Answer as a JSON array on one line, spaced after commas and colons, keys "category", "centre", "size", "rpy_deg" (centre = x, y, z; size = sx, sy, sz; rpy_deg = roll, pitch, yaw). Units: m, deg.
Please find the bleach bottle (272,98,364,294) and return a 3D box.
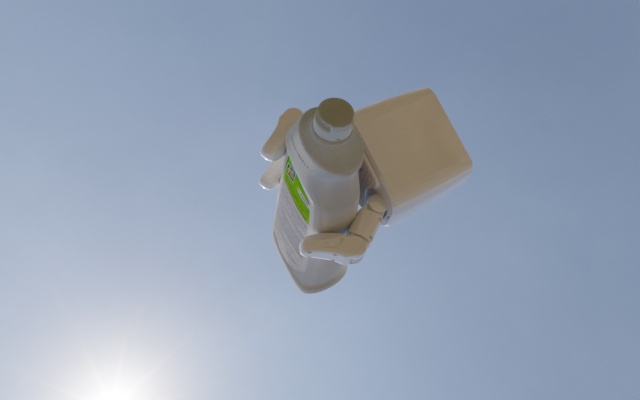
[{"category": "bleach bottle", "centre": [0.000, 0.001, 0.464], "size": [0.068, 0.102, 0.251], "rpy_deg": [-25, -23, -20]}]
